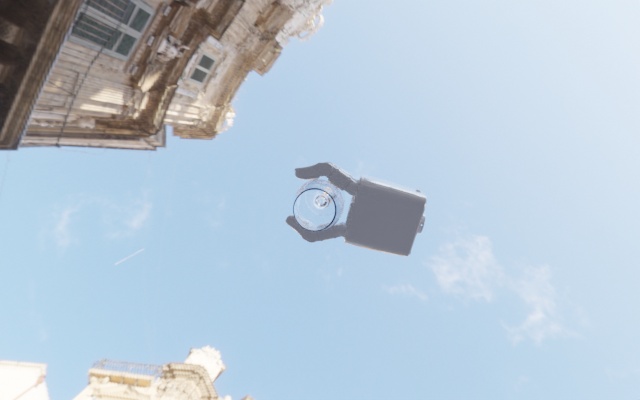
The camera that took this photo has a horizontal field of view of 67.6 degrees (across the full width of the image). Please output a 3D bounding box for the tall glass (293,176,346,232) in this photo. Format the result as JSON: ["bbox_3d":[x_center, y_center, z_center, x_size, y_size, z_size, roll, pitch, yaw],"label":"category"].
[{"bbox_3d":[0.000,0.002,0.766,0.079,0.079,0.201,0,6,5],"label":"tall glass"}]
